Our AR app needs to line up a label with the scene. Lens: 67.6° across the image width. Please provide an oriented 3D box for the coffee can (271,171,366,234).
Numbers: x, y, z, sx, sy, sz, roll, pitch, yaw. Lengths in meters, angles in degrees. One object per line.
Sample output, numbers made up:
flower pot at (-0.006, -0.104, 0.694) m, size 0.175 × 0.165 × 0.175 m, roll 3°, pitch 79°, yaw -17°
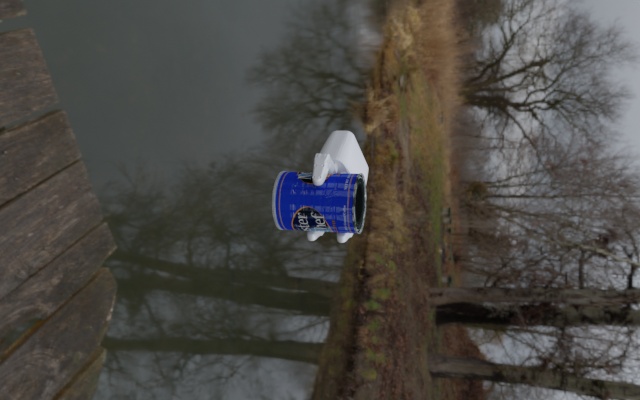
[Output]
coffee can at (0.000, 0.003, 0.813) m, size 0.140 × 0.103 × 0.103 m, roll 2°, pitch 1°, yaw 16°
